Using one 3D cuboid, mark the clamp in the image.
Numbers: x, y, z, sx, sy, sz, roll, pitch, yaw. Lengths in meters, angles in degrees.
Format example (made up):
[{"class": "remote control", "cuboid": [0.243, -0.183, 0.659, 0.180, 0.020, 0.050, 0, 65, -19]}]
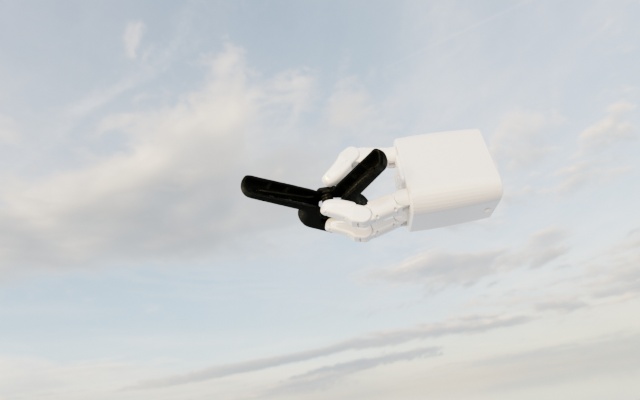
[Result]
[{"class": "clamp", "cuboid": [0.000, 0.001, 0.601, 0.164, 0.036, 0.210, -7, -23, 3]}]
